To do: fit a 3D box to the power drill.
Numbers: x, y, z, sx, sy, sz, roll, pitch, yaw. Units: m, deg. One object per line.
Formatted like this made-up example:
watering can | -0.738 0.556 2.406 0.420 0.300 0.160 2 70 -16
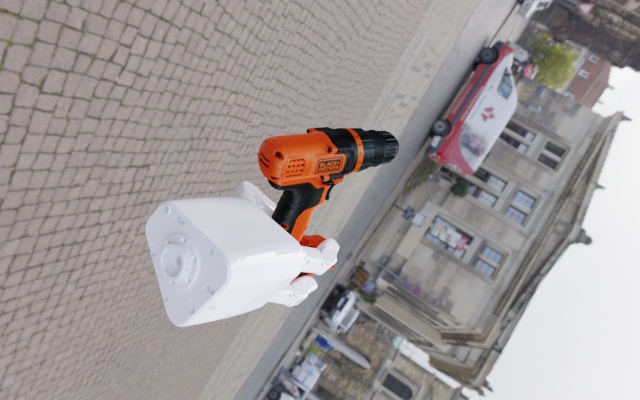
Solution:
power drill | 0.000 0.002 0.562 0.184 0.188 0.057 -9 37 -35
